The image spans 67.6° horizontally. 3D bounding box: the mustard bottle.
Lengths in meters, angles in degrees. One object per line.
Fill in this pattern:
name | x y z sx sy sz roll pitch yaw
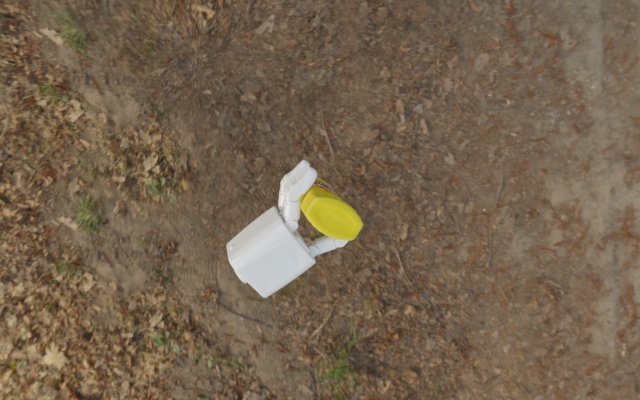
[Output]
mustard bottle | 0.000 0.002 0.802 0.096 0.058 0.191 28 8 -20
